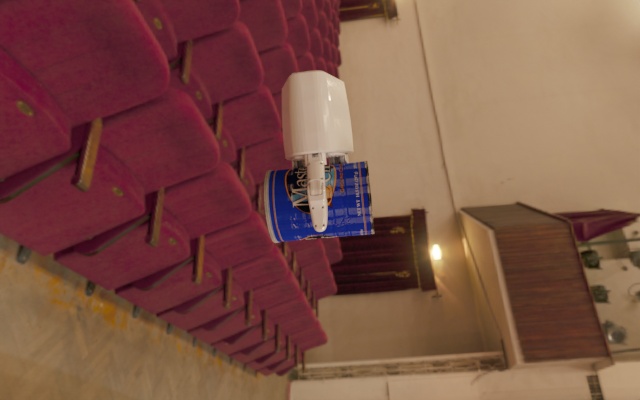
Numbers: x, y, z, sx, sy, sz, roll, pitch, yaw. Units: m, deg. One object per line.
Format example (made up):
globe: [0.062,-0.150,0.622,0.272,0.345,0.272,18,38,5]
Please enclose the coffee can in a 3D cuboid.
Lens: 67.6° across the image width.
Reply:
coffee can: [0.000,0.002,0.665,0.140,0.103,0.103,-5,-1,5]
